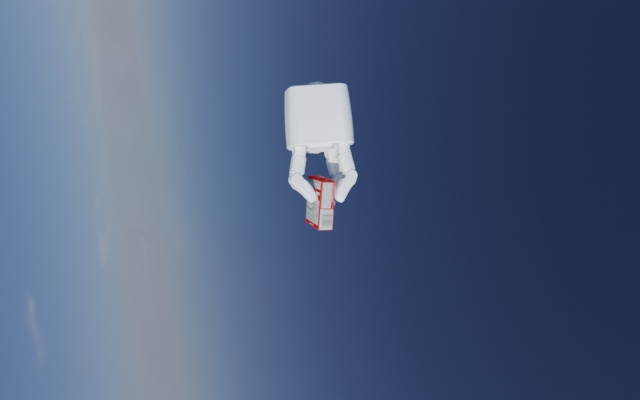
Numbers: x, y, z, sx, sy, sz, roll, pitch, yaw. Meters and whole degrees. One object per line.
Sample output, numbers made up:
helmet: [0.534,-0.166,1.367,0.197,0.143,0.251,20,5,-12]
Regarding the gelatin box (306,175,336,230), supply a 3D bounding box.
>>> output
gelatin box: [0.000,0.003,0.850,0.030,0.089,0.073,1,9,-20]
